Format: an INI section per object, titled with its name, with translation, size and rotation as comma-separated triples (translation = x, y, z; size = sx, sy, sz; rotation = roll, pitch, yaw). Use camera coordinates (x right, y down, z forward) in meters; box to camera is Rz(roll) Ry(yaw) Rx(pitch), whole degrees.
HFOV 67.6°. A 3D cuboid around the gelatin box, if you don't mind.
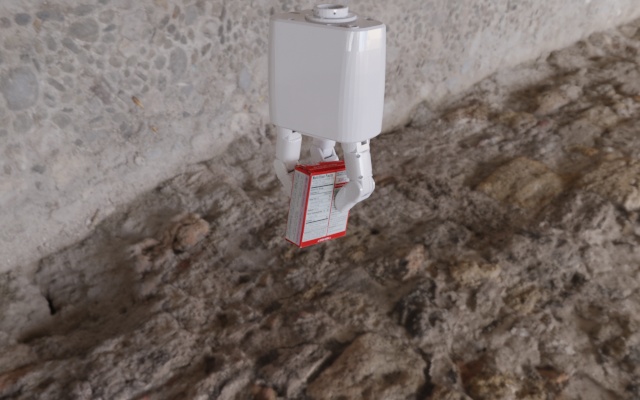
[gelatin box]
translation = 0.000, 0.002, 0.533
size = 0.073, 0.089, 0.030
rotation = -12, 28, -44
